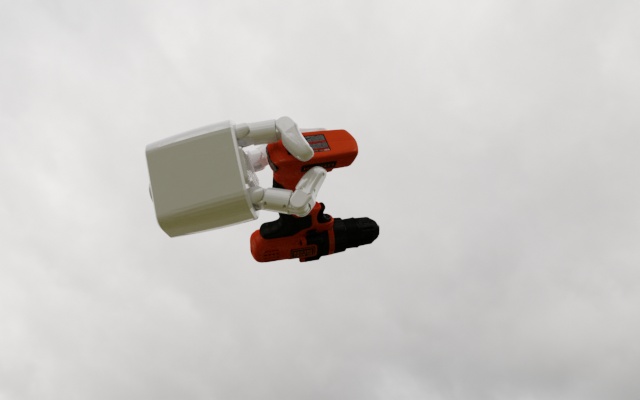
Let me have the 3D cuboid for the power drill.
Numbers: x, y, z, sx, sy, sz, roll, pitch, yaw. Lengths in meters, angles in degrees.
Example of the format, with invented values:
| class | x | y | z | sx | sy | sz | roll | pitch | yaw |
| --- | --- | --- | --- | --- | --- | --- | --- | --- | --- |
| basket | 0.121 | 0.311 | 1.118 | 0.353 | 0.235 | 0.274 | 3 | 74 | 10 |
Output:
| class | x | y | z | sx | sy | sz | roll | pitch | yaw |
| --- | --- | --- | --- | --- | --- | --- | --- | --- | --- |
| power drill | 0.000 | 0.002 | 0.615 | 0.184 | 0.188 | 0.057 | -9 | 42 | -16 |
